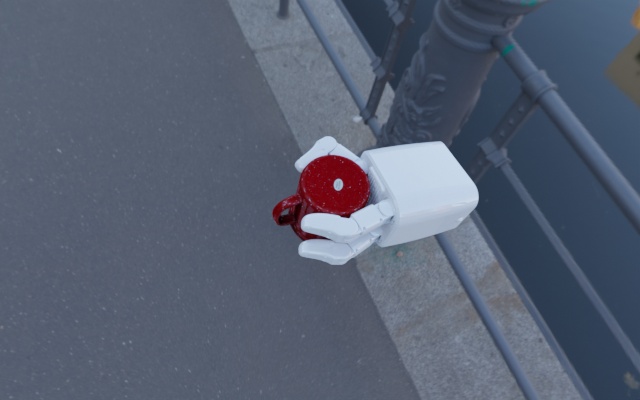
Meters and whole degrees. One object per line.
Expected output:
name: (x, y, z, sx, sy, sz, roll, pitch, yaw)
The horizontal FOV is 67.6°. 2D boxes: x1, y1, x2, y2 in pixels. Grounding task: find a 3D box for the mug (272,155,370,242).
mug: (-0.001, 0.002, 0.562, 0.117, 0.093, 0.081, -12, -26, -16)
